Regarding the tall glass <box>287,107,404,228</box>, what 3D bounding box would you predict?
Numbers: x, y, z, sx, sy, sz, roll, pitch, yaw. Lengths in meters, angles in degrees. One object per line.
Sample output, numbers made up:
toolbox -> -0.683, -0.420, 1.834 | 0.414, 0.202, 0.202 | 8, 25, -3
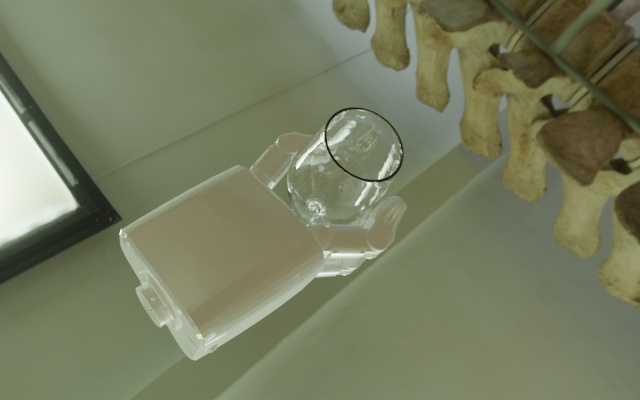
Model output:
tall glass -> 0.000, 0.002, 0.422 | 0.079, 0.079, 0.201 | 0, -25, -21
